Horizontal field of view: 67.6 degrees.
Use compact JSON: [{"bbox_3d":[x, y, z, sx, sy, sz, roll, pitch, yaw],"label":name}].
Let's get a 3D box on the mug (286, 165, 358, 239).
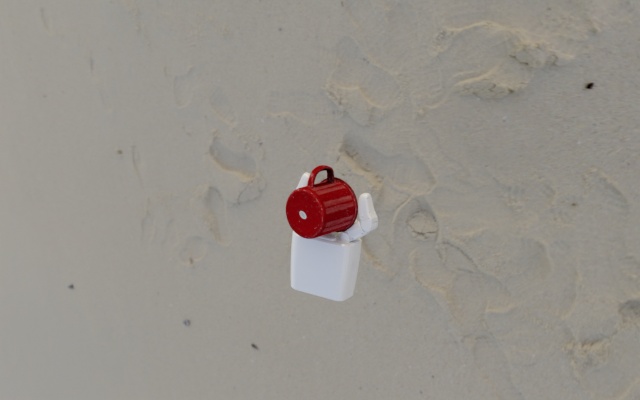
[{"bbox_3d":[0.000,0.001,0.756,0.093,0.117,0.081,16,20,36],"label":"mug"}]
